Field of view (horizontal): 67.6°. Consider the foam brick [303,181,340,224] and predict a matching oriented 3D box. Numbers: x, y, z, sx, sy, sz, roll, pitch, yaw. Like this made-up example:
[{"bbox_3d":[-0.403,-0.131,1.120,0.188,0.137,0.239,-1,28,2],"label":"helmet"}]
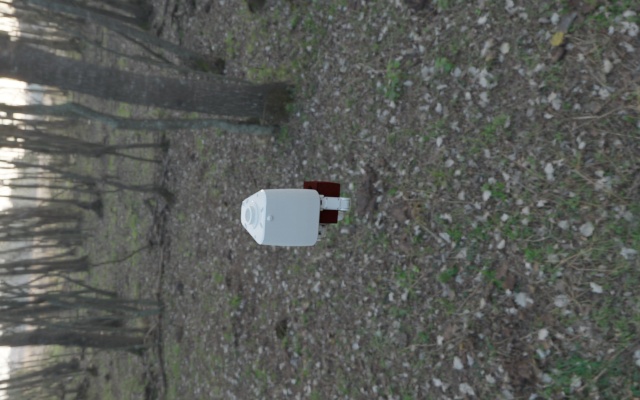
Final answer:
[{"bbox_3d":[0.000,0.003,0.891,0.051,0.078,0.053,2,3,-31],"label":"foam brick"}]
